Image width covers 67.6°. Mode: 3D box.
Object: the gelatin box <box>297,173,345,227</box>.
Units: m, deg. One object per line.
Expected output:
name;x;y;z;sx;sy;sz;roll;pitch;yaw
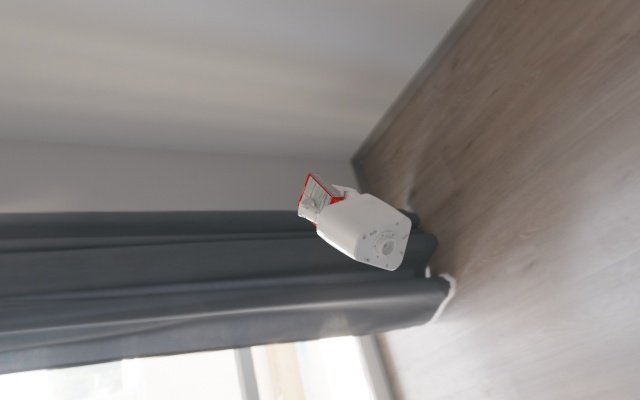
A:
gelatin box;0.000;0.003;0.869;0.030;0.073;0.089;-2;34;-37
